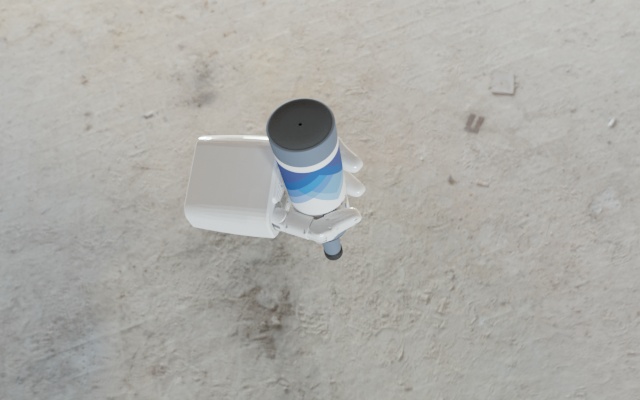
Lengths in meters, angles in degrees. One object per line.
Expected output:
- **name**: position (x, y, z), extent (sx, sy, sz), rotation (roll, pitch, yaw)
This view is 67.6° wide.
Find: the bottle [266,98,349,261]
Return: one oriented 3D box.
- **bottle**: position (0.000, 0.002, 0.575), extent (0.069, 0.069, 0.296), rotation (0, -30, 9)
